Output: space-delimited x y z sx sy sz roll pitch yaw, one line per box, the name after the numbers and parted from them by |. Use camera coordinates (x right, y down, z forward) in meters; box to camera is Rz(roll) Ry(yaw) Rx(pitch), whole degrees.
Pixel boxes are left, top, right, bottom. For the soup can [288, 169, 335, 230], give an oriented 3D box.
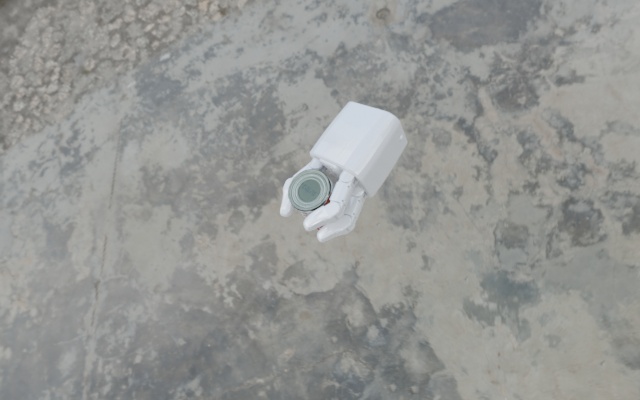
0.000 0.003 0.728 0.068 0.068 0.102 0 -21 21 | soup can
